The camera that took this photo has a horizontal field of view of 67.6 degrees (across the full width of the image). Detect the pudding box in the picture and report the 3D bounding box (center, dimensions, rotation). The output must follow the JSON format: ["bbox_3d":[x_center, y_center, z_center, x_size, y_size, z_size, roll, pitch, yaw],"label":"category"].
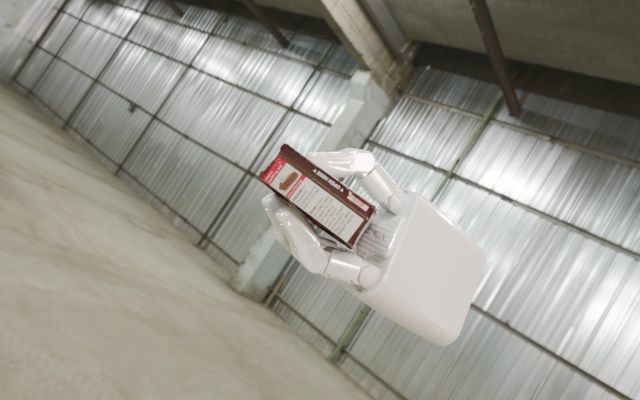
[{"bbox_3d":[0.000,0.001,0.406,0.090,0.039,0.113,35,-5,6],"label":"pudding box"}]
